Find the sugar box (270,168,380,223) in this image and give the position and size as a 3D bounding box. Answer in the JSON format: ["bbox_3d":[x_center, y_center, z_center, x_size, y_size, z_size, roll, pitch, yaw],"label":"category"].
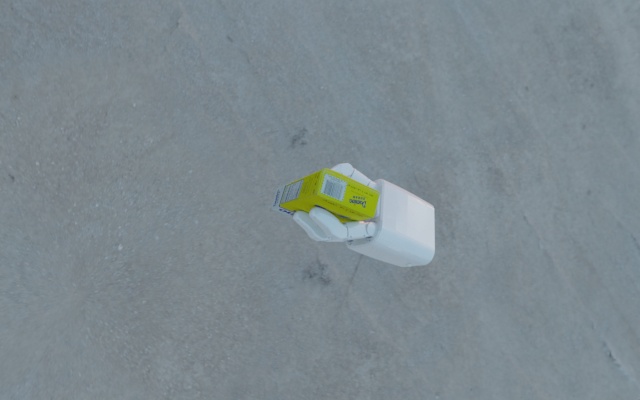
[{"bbox_3d":[0.000,0.003,0.709,0.093,0.048,0.176,23,-20,-21],"label":"sugar box"}]
